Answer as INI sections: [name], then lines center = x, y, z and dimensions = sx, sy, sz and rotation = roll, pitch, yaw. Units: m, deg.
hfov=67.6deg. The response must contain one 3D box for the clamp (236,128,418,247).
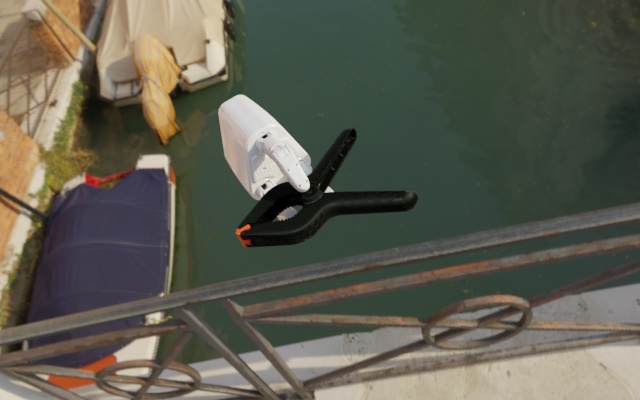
[clamp]
center = -0.001, 0.002, 0.577
dimensions = 0.210, 0.036, 0.164
rotation = -33, 46, -11
